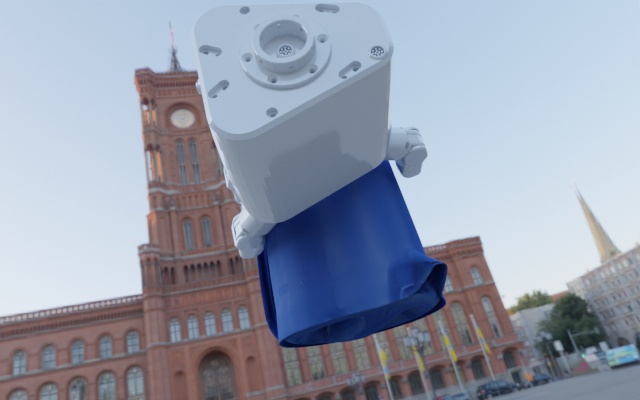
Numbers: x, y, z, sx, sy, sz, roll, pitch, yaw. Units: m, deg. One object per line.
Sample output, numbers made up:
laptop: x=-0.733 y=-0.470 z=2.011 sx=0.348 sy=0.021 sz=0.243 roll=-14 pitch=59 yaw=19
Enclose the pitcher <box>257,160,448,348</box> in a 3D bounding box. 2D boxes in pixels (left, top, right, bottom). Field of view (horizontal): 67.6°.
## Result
pitcher: x=0.000 y=0.001 z=0.423 sx=0.149 sy=0.242 sz=0.145 roll=-14 pitch=-24 yaw=-2
